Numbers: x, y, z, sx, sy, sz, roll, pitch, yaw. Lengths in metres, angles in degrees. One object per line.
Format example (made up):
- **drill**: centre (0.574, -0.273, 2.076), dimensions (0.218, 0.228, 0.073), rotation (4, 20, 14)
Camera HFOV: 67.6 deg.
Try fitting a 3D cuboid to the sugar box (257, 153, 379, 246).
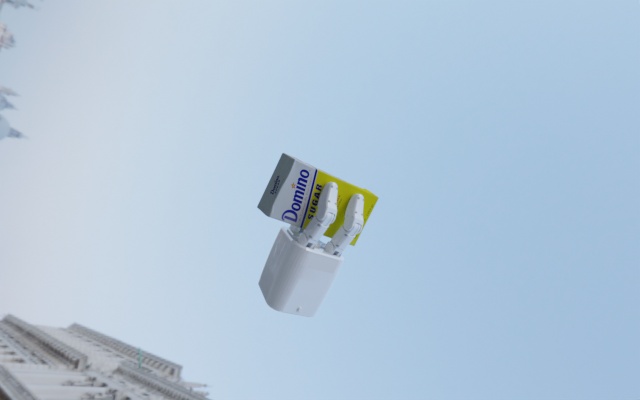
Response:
- **sugar box**: centre (0.000, 0.003, 0.733), dimensions (0.176, 0.093, 0.048), rotation (20, 8, -39)
